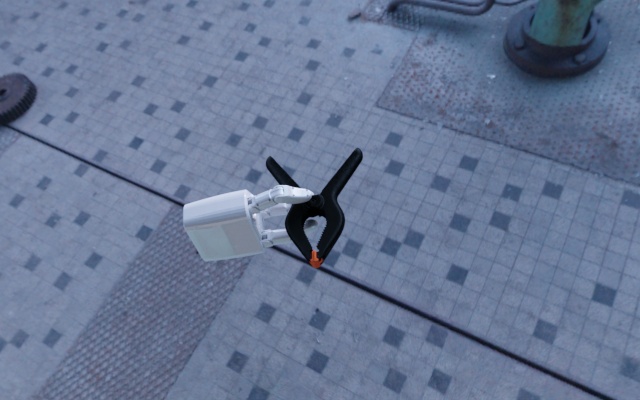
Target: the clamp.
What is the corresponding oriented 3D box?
[{"bbox_3d":[0.000,0.003,0.763,0.164,0.209,0.036,-11,-30,4],"label":"clamp"}]
